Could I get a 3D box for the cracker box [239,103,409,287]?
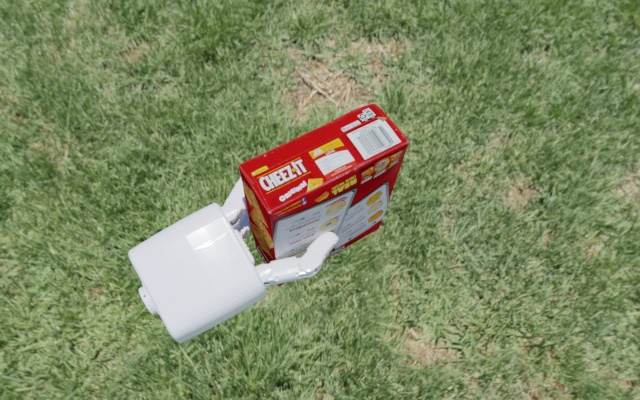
[{"bbox_3d":[0.000,0.002,0.560,0.164,0.072,0.214,-28,-23,-16],"label":"cracker box"}]
